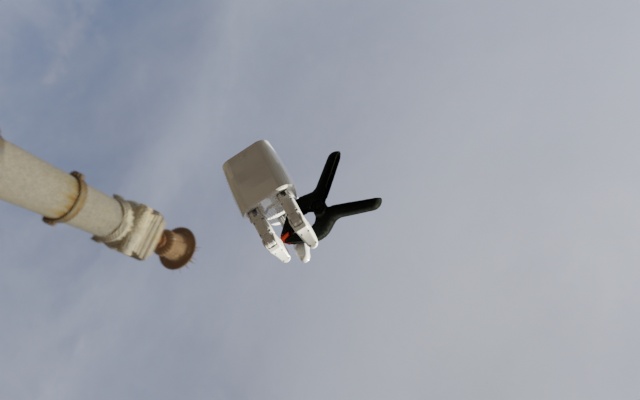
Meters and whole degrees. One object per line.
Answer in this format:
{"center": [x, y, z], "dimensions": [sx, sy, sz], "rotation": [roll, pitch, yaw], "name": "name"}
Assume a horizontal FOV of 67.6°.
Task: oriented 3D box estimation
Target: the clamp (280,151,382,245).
{"center": [0.000, 0.003, 0.772], "dimensions": [0.171, 0.120, 0.039], "rotation": [-32, -26, 5], "name": "clamp"}
